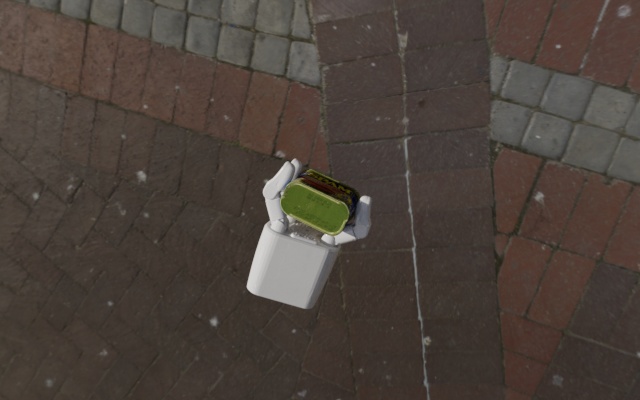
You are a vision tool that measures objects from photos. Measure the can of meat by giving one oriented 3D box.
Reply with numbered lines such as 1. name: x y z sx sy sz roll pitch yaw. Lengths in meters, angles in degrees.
1. can of meat: 0.000 0.002 0.679 0.102 0.057 0.084 25 17 6
